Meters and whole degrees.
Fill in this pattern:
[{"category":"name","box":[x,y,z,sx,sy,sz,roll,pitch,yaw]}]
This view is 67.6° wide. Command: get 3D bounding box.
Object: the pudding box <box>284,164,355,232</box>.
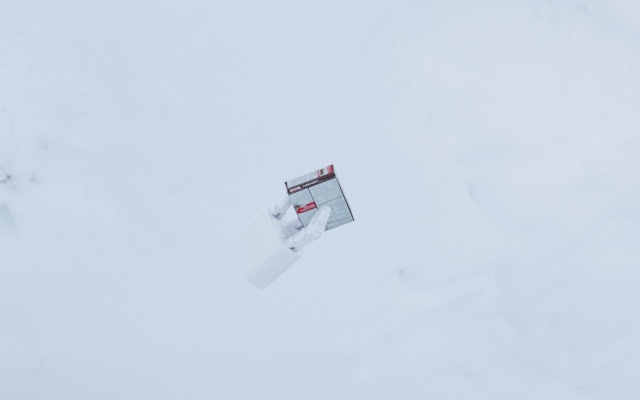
[{"category":"pudding box","box":[0.000,0.003,0.822,0.090,0.114,0.039,-21,41,5]}]
